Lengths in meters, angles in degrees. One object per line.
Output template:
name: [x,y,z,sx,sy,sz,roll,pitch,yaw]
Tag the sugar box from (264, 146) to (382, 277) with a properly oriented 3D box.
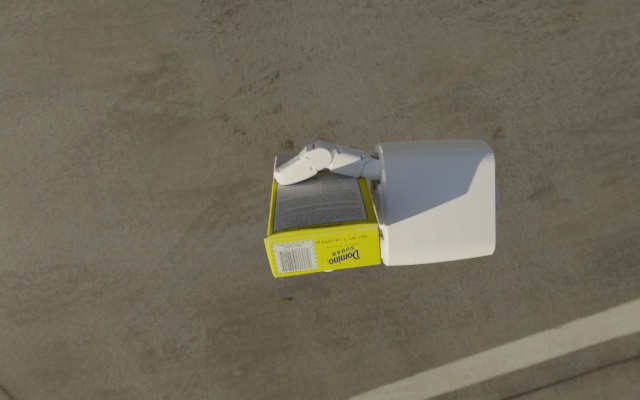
sugar box: [0.000,0.002,0.461,0.093,0.048,0.176,-7,25,2]
